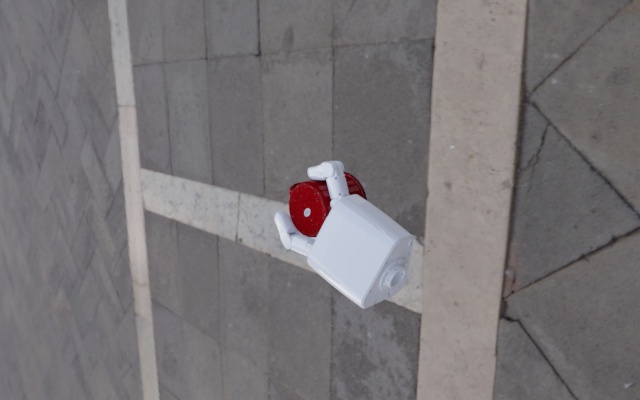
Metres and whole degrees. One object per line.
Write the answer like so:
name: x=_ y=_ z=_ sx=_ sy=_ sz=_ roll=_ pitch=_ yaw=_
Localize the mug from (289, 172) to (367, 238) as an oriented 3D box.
mug: x=-0.001 y=0.002 z=0.711 sx=0.081 sy=0.093 sz=0.117 roll=-12 pitch=37 yaw=-43
